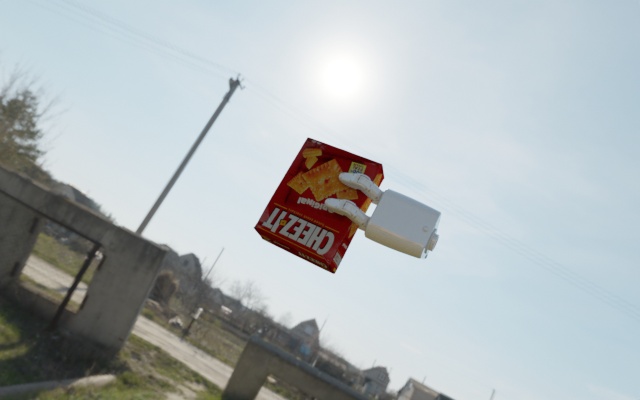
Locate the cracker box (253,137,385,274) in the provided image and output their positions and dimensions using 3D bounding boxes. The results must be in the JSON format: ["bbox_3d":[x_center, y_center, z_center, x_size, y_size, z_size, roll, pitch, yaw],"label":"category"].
[{"bbox_3d":[0.000,0.003,0.893,0.164,0.213,0.072,23,-17,20],"label":"cracker box"}]
